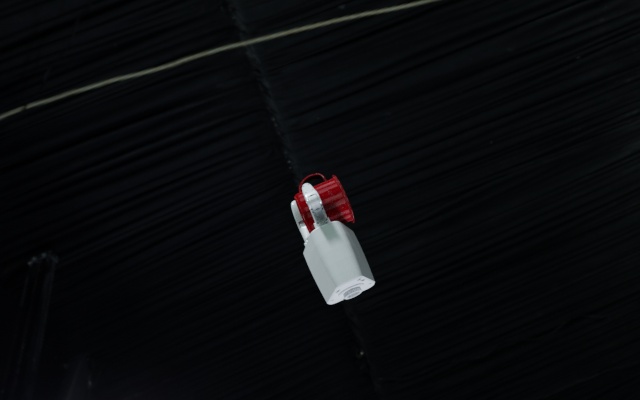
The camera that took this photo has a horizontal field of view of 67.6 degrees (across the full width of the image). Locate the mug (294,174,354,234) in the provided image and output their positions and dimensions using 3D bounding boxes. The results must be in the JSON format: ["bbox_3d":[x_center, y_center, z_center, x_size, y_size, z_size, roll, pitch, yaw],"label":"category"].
[{"bbox_3d":[-0.001,0.002,0.858,0.081,0.117,0.093,-23,-25,-5],"label":"mug"}]
